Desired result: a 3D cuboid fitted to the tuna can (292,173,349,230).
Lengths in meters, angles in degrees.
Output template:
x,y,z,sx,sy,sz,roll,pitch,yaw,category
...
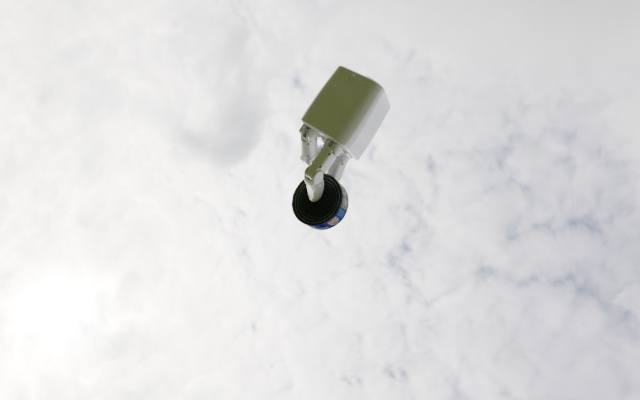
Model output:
x,y,z,sx,sy,sz,roll,pitch,yaw,category
0.000,0.003,0.748,0.086,0.086,0.034,0,-17,26,tuna can
